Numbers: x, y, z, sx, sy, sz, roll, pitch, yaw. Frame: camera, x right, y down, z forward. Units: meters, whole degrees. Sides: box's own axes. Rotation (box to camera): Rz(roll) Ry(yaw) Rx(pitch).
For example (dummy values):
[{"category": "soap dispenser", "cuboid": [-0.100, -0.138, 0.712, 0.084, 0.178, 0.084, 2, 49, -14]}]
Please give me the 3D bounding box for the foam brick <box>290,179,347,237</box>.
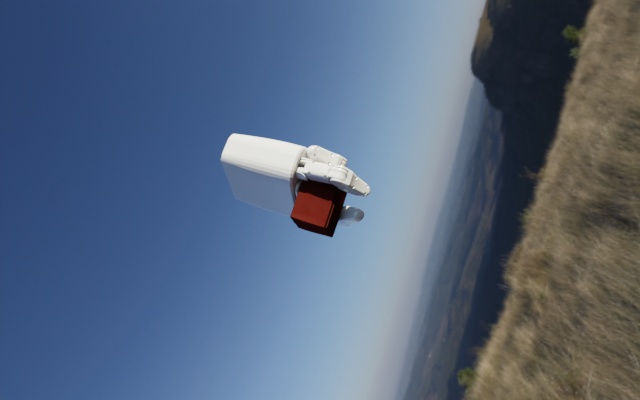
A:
[{"category": "foam brick", "cuboid": [0.000, 0.002, 0.634, 0.051, 0.078, 0.053, 14, -16, 15]}]
